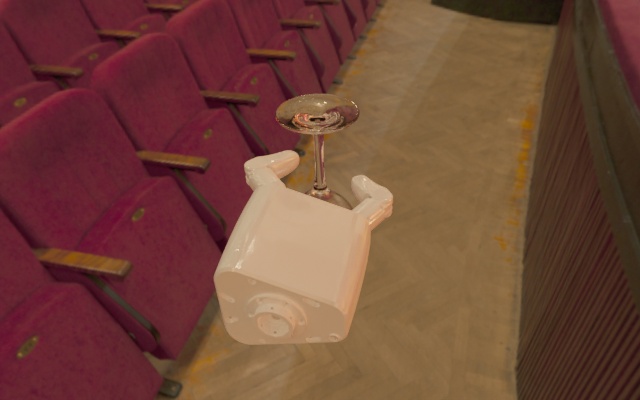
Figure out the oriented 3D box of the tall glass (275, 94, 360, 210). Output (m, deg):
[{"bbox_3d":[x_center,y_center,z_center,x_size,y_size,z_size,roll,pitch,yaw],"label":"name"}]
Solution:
[{"bbox_3d":[0.000,0.001,0.479,0.079,0.201,0.079,-1,37,1],"label":"tall glass"}]
